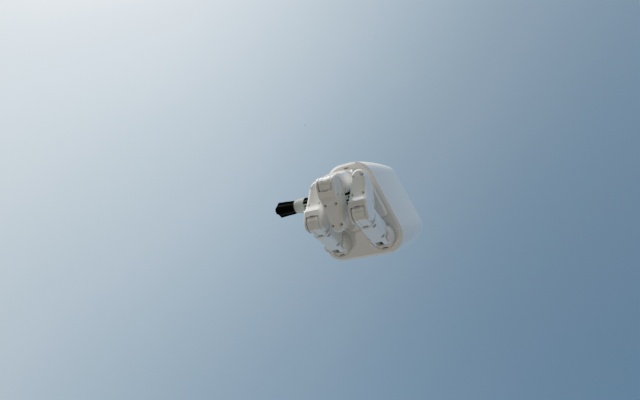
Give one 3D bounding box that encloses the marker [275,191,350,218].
[{"bbox_3d":[0.000,0.002,0.553,0.121,0.020,0.020,-12,-6,27],"label":"marker"}]
